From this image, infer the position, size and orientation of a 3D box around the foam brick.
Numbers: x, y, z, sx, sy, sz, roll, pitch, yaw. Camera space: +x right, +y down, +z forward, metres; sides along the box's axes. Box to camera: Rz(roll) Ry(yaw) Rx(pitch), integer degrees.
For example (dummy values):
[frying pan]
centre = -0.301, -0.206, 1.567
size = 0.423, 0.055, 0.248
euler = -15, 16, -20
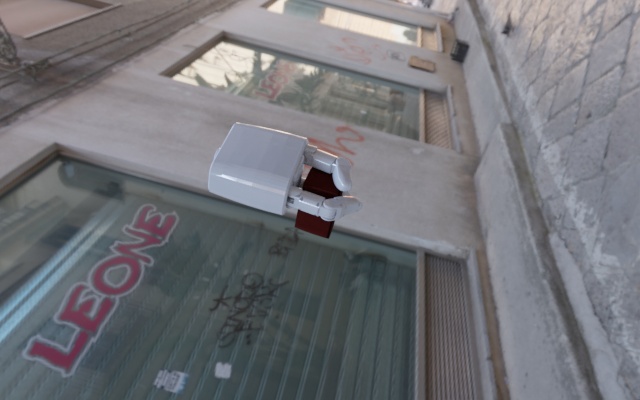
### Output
[foam brick]
centre = 0.000, 0.002, 0.662
size = 0.051, 0.078, 0.053
euler = 16, 34, 4
